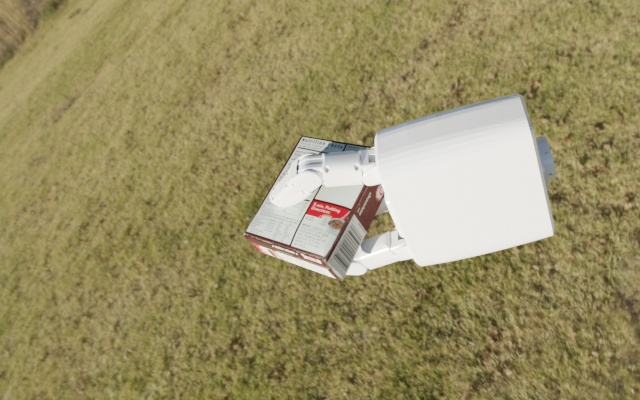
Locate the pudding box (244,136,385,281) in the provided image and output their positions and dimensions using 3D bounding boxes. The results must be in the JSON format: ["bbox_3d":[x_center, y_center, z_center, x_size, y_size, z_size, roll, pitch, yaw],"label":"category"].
[{"bbox_3d":[0.000,0.001,0.410,0.090,0.113,0.039,14,-27,34],"label":"pudding box"}]
